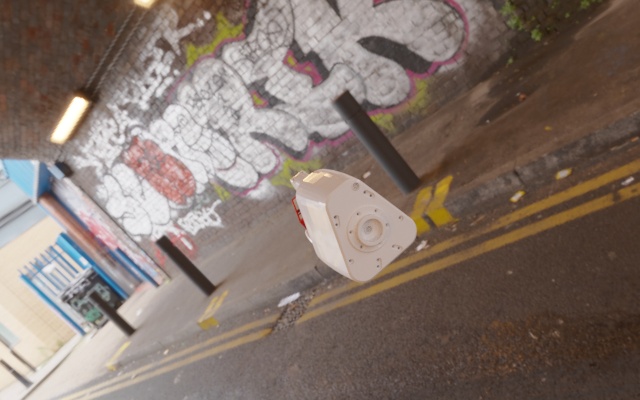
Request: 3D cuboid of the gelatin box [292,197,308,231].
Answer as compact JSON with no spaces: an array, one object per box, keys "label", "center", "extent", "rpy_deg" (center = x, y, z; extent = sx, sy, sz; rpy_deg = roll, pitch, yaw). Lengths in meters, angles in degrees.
[{"label":"gelatin box","center":[0.000,0.002,0.687],"extent":[0.073,0.030,0.089],"rpy_deg":[-37,23,4]}]
